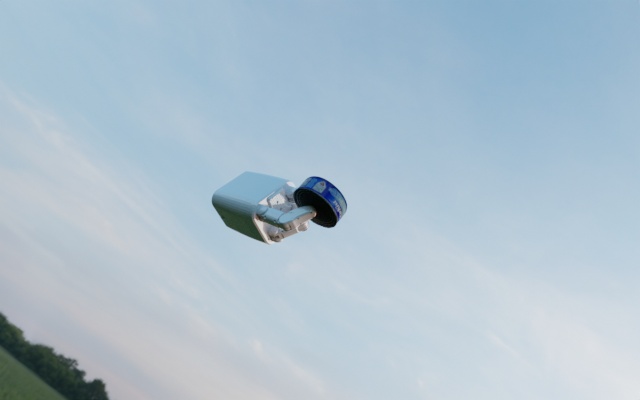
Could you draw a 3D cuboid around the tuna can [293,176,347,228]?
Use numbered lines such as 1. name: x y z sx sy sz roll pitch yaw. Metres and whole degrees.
1. tuna can: 0.001 0.002 0.768 0.086 0.086 0.033 0 42 50
